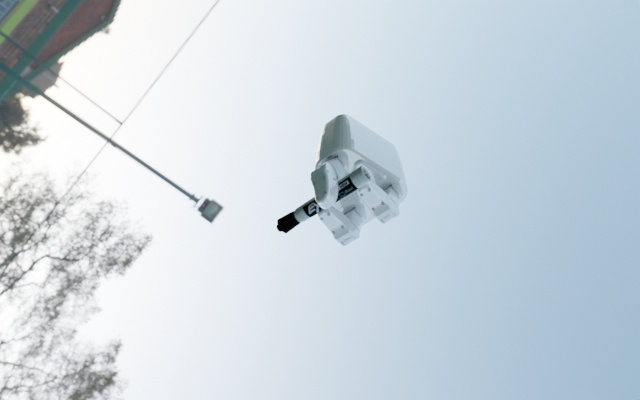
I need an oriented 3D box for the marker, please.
[{"bbox_3d":[0.000,0.002,0.517,0.121,0.020,0.020,-32,-13,22],"label":"marker"}]
